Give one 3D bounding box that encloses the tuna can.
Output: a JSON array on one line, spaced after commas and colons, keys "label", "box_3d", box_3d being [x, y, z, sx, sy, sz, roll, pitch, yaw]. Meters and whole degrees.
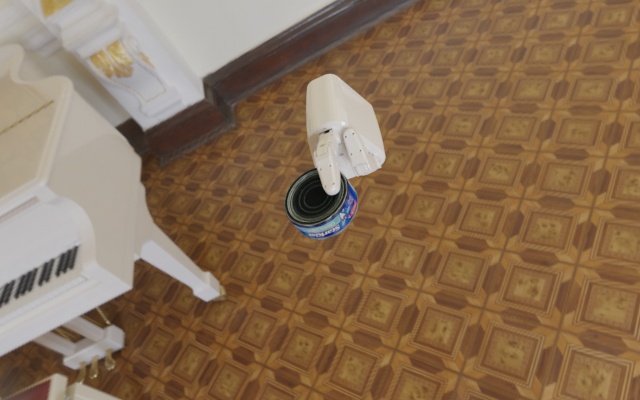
[{"label": "tuna can", "box_3d": [0.000, 0.002, 0.575, 0.086, 0.086, 0.034, 0, -31, 28]}]
